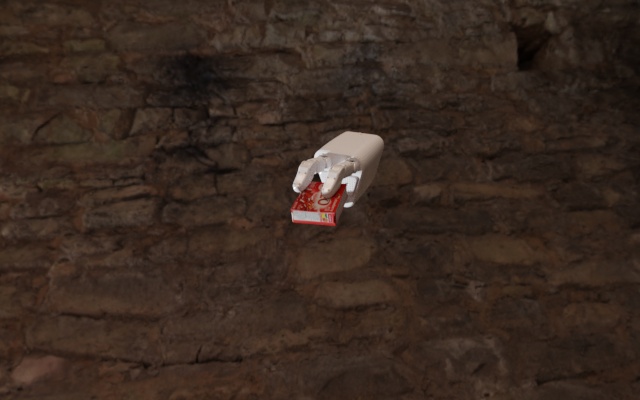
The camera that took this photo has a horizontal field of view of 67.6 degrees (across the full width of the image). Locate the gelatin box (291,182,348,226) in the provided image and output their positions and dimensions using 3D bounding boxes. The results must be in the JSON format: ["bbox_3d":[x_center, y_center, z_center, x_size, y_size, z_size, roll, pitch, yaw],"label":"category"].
[{"bbox_3d":[0.000,0.003,0.783,0.073,0.030,0.089,4,35,16],"label":"gelatin box"}]
